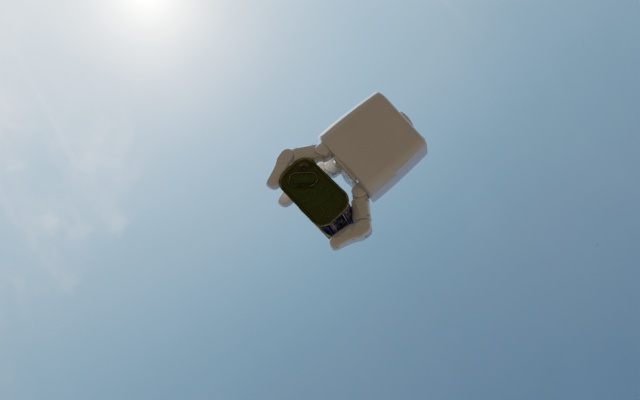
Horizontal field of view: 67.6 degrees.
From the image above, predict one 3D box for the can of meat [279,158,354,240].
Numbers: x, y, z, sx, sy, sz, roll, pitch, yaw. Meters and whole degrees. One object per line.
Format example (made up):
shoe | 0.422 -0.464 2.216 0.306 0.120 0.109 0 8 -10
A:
can of meat | 0.000 0.002 0.651 0.102 0.057 0.084 45 -5 26
